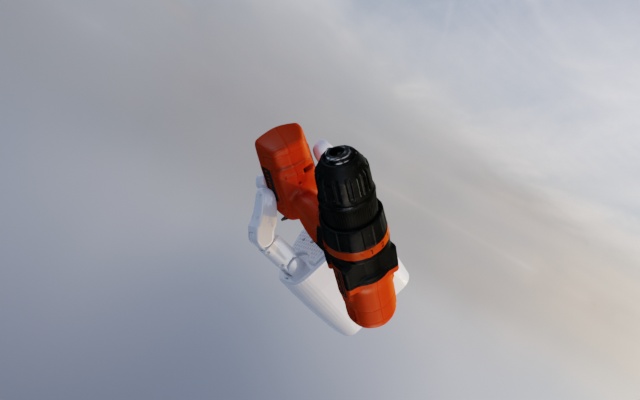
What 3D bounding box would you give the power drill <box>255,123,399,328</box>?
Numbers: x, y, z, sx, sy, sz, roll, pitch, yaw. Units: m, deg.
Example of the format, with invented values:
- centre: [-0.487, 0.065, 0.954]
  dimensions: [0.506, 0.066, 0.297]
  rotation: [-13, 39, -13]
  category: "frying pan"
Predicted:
- centre: [0.000, 0.001, 0.430]
  dimensions: [0.057, 0.185, 0.187]
  rotation: [-23, 40, -13]
  category: "power drill"
